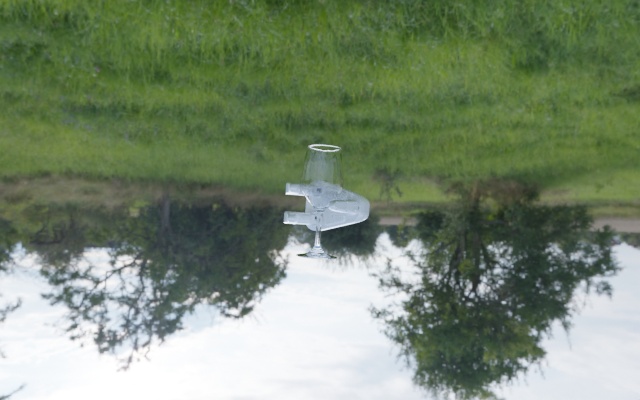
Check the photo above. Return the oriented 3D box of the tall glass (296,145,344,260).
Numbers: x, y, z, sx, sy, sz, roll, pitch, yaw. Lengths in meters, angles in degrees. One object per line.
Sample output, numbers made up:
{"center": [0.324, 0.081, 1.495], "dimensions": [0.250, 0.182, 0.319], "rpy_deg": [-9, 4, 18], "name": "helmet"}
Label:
{"center": [0.000, 0.004, 0.866], "dimensions": [0.079, 0.201, 0.079], "rpy_deg": [4, -1, 0], "name": "tall glass"}
